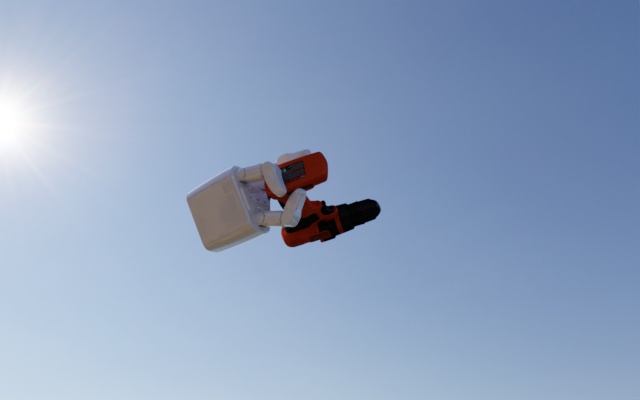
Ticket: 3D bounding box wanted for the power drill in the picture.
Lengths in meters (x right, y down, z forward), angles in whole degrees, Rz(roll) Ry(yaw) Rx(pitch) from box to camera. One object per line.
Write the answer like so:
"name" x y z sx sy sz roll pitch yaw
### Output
"power drill" 0.000 0.002 0.804 0.184 0.057 0.188 -20 -39 6
